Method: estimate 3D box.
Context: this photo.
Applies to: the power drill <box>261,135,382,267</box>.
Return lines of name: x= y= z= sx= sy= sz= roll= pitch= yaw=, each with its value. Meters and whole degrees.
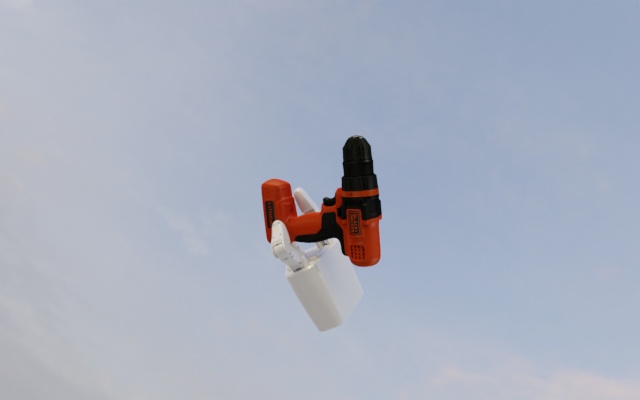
power drill: x=0.000 y=0.003 z=0.704 sx=0.187 sy=0.184 sz=0.057 roll=0 pitch=7 yaw=35
